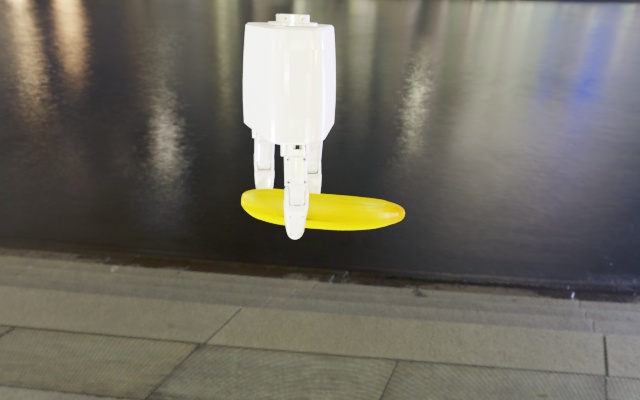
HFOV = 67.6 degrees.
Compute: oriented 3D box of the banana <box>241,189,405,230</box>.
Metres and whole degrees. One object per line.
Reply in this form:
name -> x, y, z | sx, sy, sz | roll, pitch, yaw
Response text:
banana -> -0.009, 0.007, 0.528 | 0.198, 0.037, 0.069 | 7, 19, 15
